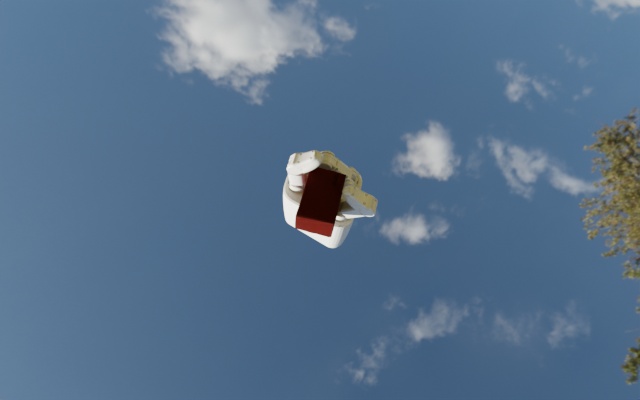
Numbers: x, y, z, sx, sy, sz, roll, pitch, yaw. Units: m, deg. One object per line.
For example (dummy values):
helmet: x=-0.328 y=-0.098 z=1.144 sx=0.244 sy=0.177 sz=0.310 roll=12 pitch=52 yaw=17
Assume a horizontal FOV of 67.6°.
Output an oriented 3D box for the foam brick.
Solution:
foam brick: x=0.000 y=0.002 z=0.645 sx=0.053 sy=0.078 sz=0.051 roll=15 pitch=-26 yaw=1
